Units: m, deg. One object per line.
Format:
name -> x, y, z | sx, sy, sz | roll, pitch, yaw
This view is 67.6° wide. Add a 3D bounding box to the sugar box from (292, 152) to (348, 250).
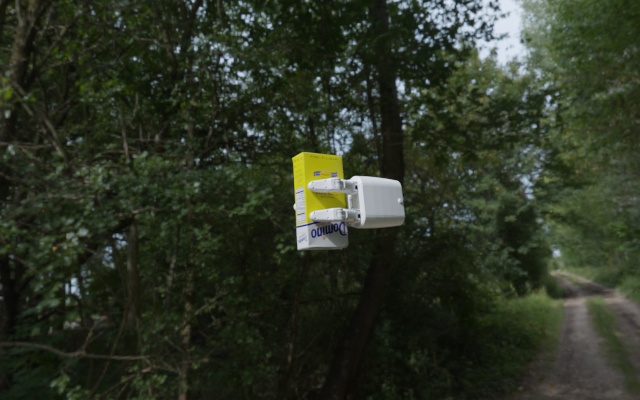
sugar box -> 0.001, 0.003, 0.892 | 0.093, 0.176, 0.048 | 1, -13, -34
